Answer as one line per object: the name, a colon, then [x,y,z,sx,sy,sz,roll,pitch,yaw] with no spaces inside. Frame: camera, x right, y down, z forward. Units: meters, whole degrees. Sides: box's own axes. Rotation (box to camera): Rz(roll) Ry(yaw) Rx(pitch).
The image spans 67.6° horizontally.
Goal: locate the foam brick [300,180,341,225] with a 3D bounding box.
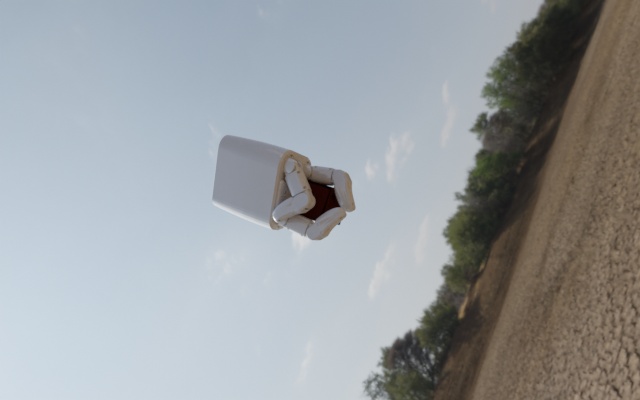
foam brick: [0.000,0.002,0.687,0.051,0.053,0.078,18,1,23]
